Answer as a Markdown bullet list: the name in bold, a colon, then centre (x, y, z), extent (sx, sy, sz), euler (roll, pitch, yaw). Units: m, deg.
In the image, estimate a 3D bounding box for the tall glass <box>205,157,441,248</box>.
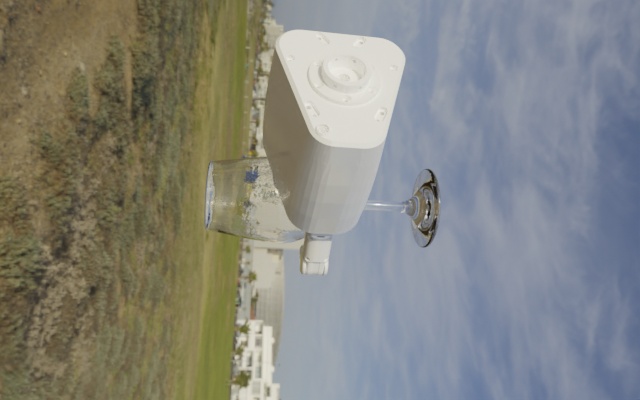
- **tall glass**: centre (0.001, 0.002, 0.434), extent (0.201, 0.079, 0.079), euler (3, -1, -8)
